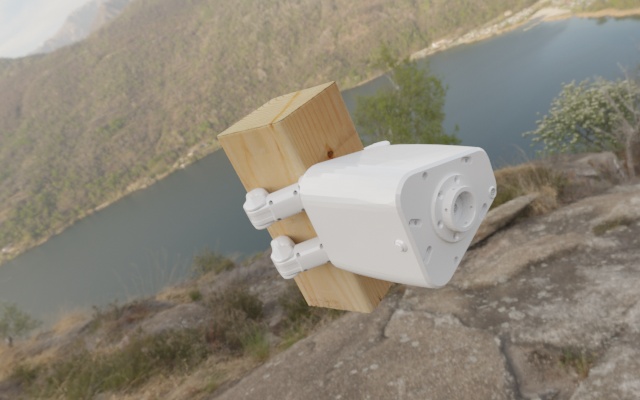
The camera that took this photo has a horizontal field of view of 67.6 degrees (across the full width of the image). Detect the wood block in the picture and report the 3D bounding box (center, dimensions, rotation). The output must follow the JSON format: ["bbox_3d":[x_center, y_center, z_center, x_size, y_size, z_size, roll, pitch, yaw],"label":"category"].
[{"bbox_3d":[0.000,0.001,0.477,0.090,0.206,0.090,-4,30,42],"label":"wood block"}]
